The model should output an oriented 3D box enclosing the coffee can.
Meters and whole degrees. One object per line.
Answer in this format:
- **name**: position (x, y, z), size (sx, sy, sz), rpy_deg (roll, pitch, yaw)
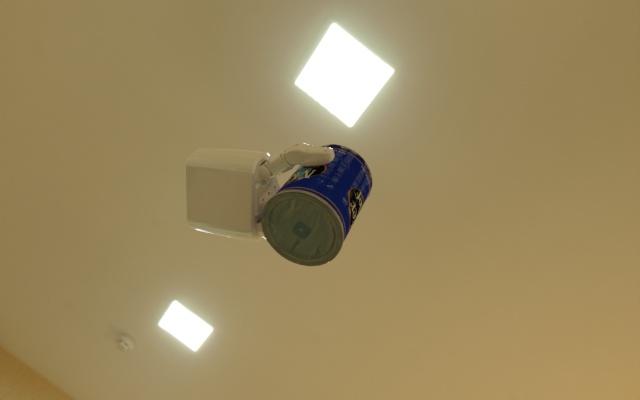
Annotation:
- **coffee can**: position (0.000, 0.002, 0.611), size (0.103, 0.103, 0.140), rpy_deg (0, 29, 22)
